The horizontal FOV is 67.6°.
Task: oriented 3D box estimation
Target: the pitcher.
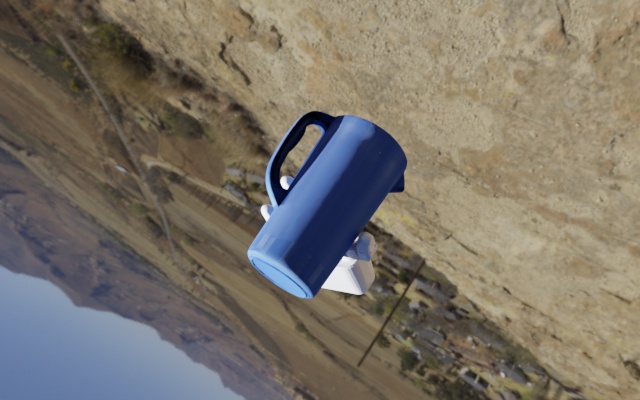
[{"bbox_3d":[0.000,0.002,0.665,0.149,0.242,0.145,23,-24,29],"label":"pitcher"}]
